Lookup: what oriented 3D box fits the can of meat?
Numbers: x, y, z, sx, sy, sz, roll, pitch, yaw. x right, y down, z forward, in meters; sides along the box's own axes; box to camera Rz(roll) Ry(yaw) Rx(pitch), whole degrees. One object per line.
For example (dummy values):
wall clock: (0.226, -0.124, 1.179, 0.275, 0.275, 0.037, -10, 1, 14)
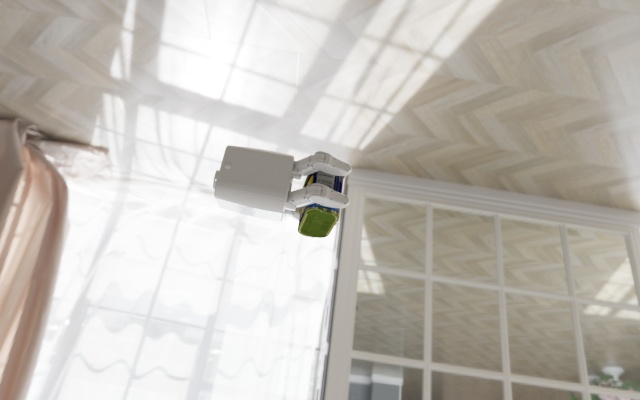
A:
can of meat: (0.000, 0.003, 0.750, 0.057, 0.084, 0.102, 13, -30, -8)
